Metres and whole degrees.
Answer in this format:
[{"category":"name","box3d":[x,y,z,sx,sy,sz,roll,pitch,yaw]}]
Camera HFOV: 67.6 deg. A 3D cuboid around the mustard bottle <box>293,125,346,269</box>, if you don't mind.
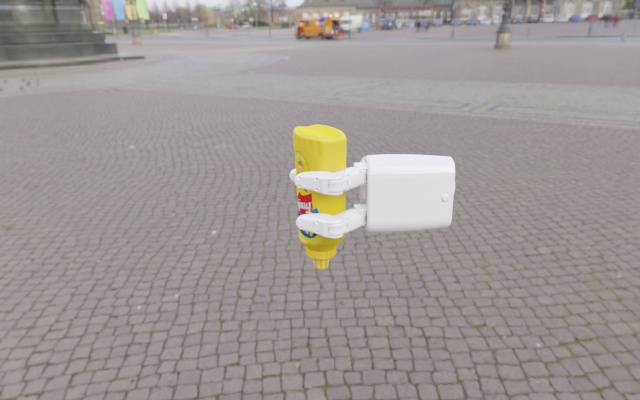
[{"category":"mustard bottle","box3d":[0.000,0.002,0.630,0.058,0.192,0.096,-11,22,-23]}]
